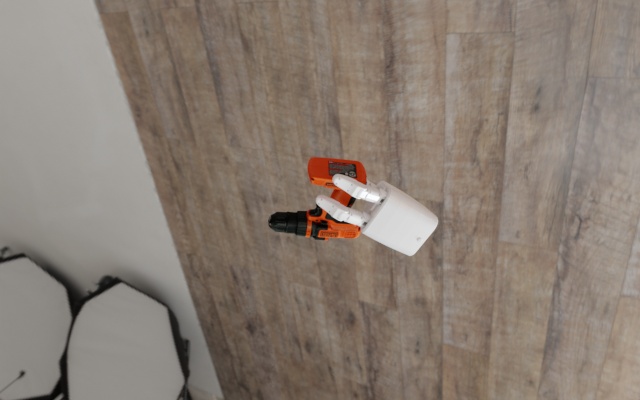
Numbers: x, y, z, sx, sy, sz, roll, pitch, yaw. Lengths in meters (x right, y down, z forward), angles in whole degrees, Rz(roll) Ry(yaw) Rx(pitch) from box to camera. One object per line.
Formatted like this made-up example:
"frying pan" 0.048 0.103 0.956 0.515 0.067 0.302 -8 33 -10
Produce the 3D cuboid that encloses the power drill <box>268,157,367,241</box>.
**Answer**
"power drill" 0.000 0.003 0.891 0.184 0.057 0.188 3 -39 -10
